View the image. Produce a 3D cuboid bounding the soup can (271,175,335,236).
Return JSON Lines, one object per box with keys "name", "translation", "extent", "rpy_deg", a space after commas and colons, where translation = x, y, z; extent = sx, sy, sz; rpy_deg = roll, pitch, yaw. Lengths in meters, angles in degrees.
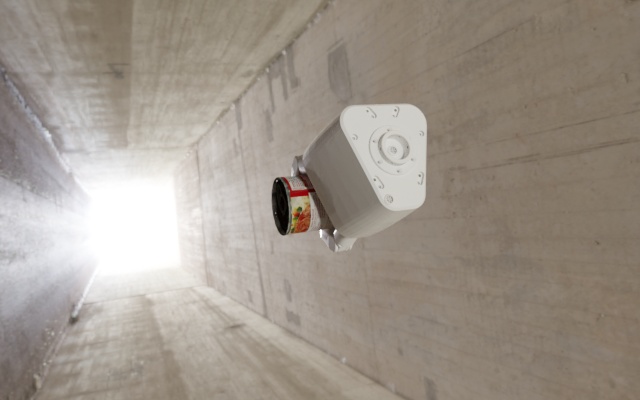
{"name": "soup can", "translation": [0.000, 0.002, 0.566], "extent": [0.102, 0.068, 0.068], "rpy_deg": [-6, 2, -22]}
